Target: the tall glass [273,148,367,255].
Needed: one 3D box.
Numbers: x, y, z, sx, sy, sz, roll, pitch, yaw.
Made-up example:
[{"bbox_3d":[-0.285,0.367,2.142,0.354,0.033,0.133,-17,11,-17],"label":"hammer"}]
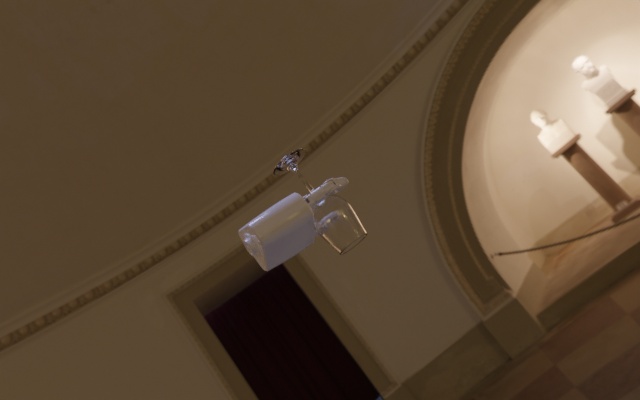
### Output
[{"bbox_3d":[0.000,0.002,0.879,0.079,0.201,0.079,-36,-14,-10],"label":"tall glass"}]
